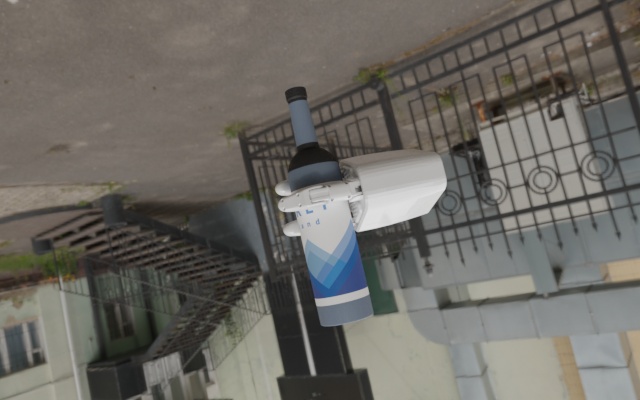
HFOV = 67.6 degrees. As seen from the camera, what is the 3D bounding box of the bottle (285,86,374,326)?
[{"bbox_3d":[0.000,0.002,0.597,0.069,0.295,0.069,-13,-5,-1],"label":"bottle"}]
